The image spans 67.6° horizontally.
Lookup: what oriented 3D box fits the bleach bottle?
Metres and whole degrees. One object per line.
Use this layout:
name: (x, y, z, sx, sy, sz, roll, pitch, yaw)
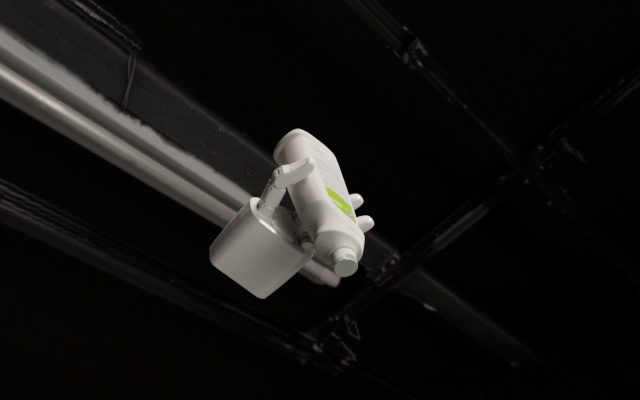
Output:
bleach bottle: (0.000, 0.002, 0.648, 0.102, 0.068, 0.250, 33, 22, -31)
